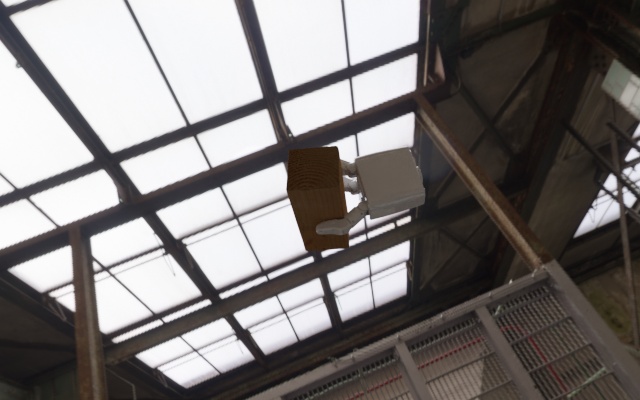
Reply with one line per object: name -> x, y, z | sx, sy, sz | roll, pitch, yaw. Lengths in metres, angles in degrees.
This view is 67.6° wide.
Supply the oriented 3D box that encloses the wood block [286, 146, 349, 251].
wood block -> 0.001, 0.003, 0.879 | 0.090, 0.090, 0.206 | -4, -35, 6
